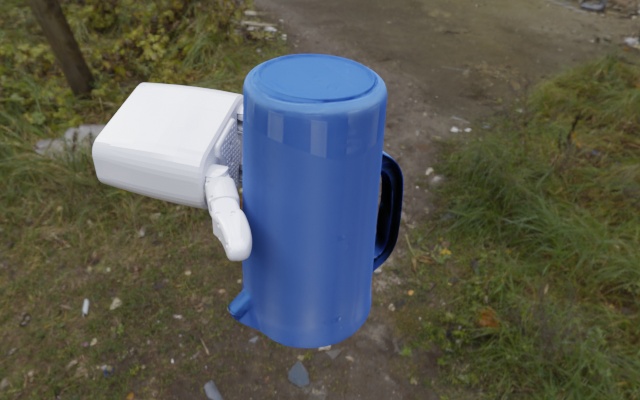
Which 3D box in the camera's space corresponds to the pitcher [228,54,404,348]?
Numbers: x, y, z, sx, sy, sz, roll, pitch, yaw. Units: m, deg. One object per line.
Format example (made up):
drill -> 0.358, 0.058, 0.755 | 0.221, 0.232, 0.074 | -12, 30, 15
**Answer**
pitcher -> 0.000, 0.001, 0.428 | 0.145, 0.243, 0.149 | 11, 37, 10
